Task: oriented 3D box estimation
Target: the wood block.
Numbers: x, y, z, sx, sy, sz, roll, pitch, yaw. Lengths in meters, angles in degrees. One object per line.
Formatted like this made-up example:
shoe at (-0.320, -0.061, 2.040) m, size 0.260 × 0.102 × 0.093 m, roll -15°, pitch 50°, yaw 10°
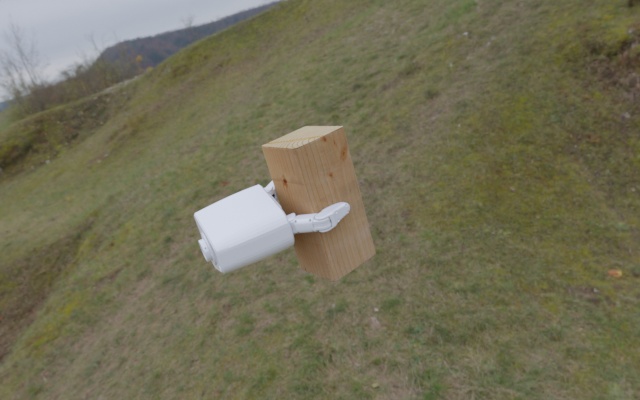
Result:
wood block at (0.000, 0.002, 0.707) m, size 0.090 × 0.206 × 0.091 m, roll -29°, pitch 24°, yaw -31°
